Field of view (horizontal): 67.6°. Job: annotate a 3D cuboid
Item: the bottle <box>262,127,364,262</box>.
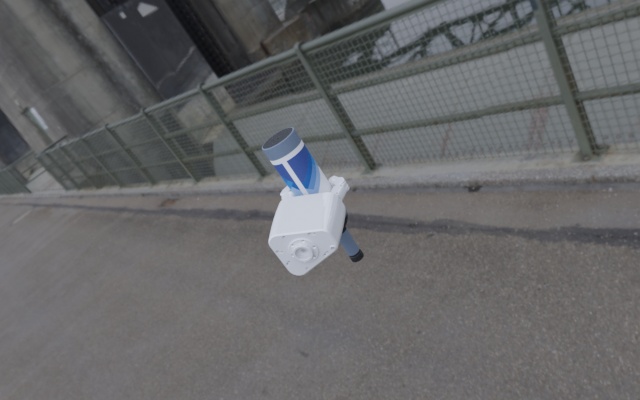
[{"bbox_3d":[0.000,0.003,0.890,0.069,0.296,0.069,-27,25,14],"label":"bottle"}]
